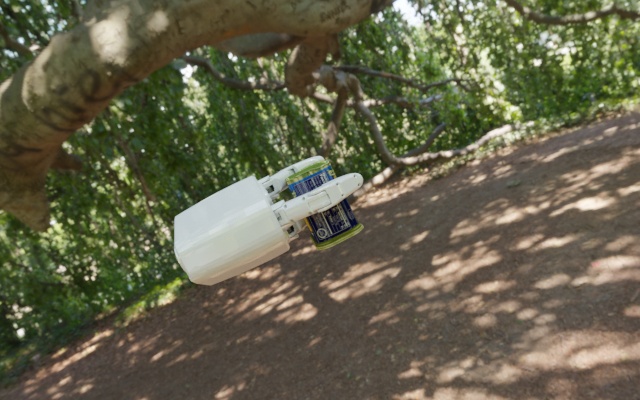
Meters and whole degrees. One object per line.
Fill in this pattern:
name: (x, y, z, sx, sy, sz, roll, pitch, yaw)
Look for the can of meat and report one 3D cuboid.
can of meat: (0.000, 0.001, 0.550, 0.057, 0.084, 0.102, -26, 7, -4)
